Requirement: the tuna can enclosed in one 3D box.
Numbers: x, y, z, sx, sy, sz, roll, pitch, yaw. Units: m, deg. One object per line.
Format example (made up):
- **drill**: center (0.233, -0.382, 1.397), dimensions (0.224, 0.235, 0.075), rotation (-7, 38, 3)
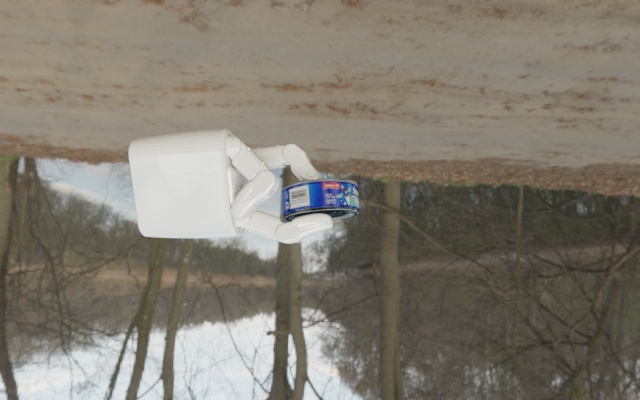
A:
- **tuna can**: center (0.000, 0.002, 0.530), dimensions (0.086, 0.033, 0.086), rotation (-4, -11, -1)
